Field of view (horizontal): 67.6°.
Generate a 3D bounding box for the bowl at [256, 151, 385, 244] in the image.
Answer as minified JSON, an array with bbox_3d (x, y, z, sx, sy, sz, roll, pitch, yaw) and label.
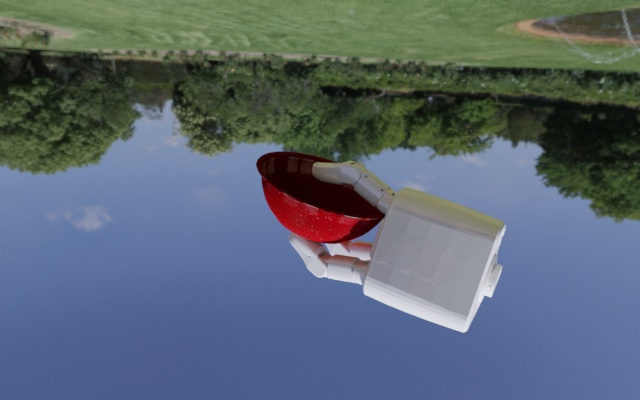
[{"bbox_3d":[-0.001,0.002,0.536,0.162,0.055,0.162,17,22,-7],"label":"bowl"}]
